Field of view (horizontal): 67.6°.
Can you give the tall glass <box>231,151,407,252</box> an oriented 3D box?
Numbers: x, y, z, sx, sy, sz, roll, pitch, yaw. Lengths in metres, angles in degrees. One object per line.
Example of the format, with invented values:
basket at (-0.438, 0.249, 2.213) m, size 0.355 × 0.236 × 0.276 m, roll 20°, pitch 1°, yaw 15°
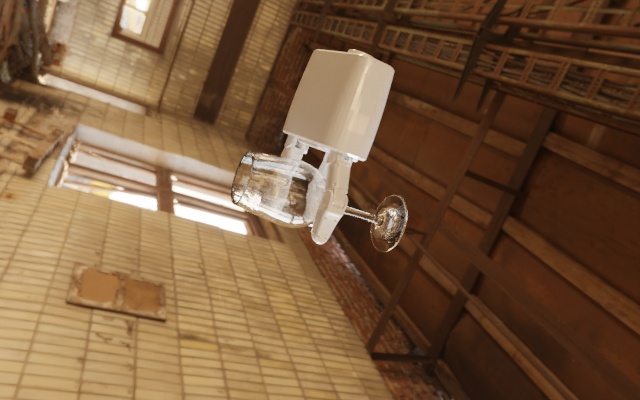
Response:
tall glass at (0.001, 0.002, 0.561) m, size 0.201 × 0.079 × 0.079 m, roll 17°, pitch -7°, yaw -25°
